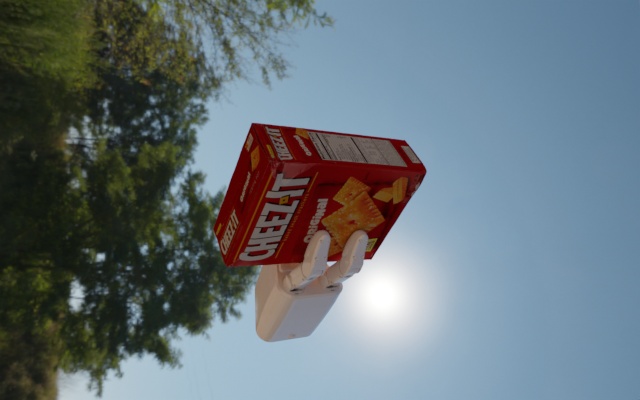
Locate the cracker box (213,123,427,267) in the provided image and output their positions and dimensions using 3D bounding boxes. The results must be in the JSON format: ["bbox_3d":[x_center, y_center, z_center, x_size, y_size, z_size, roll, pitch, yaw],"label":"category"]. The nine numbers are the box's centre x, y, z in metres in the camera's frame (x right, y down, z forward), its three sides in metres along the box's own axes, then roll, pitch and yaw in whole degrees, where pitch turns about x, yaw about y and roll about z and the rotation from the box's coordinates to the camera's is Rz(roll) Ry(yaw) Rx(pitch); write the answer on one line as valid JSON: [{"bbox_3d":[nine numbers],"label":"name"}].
[{"bbox_3d":[0.000,0.002,0.575,0.214,0.164,0.072,1,43,-32],"label":"cracker box"}]
